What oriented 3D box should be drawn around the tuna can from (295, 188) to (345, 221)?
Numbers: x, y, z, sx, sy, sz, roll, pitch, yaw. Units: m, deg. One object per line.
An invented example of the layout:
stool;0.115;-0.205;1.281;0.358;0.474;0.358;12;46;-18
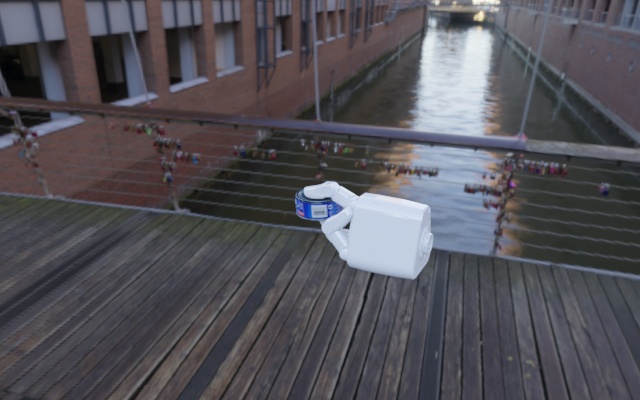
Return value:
tuna can;0.000;0.002;0.810;0.086;0.034;0.086;-3;21;1
